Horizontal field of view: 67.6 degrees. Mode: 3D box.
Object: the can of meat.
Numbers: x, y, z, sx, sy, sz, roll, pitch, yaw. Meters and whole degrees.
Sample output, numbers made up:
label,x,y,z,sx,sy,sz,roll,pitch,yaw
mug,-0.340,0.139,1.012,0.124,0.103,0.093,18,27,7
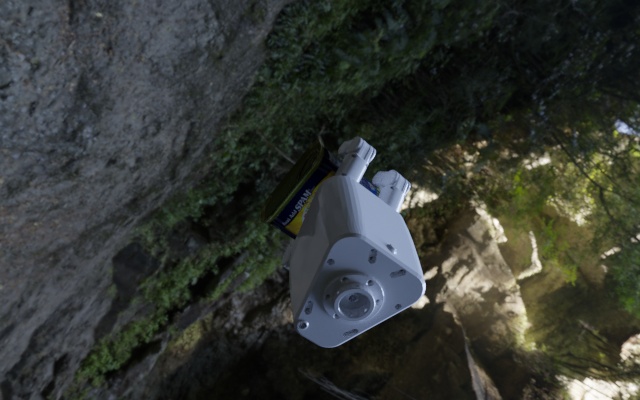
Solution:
label,x,y,z,sx,sy,sz,roll,pitch,yaw
can of meat,0.000,0.002,0.509,0.084,0.102,0.057,35,15,-18
